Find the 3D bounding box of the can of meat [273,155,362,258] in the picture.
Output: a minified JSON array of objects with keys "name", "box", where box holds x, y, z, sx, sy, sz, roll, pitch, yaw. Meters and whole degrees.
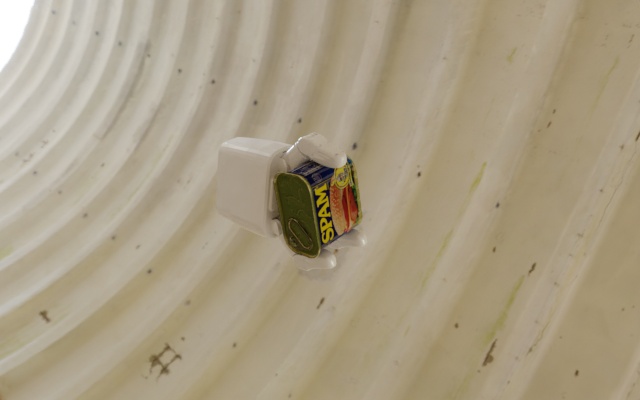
[{"name":"can of meat","box":[0.000,0.002,0.553,0.057,0.102,0.084,13,32,41]}]
